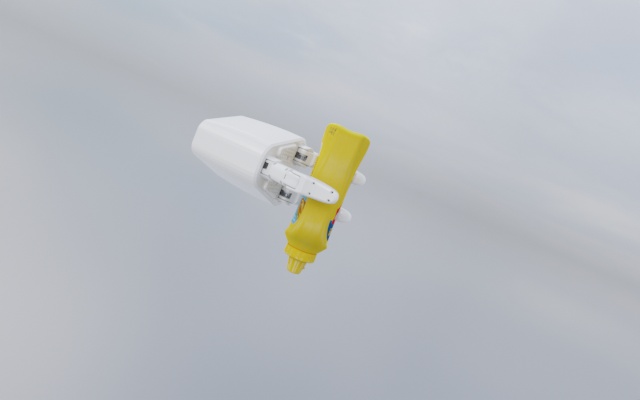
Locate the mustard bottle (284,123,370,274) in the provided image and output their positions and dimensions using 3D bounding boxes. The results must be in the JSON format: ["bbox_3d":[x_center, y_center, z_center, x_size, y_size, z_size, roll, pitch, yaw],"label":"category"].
[{"bbox_3d":[0.001,0.002,0.598,0.058,0.191,0.096,22,5,-4],"label":"mustard bottle"}]
